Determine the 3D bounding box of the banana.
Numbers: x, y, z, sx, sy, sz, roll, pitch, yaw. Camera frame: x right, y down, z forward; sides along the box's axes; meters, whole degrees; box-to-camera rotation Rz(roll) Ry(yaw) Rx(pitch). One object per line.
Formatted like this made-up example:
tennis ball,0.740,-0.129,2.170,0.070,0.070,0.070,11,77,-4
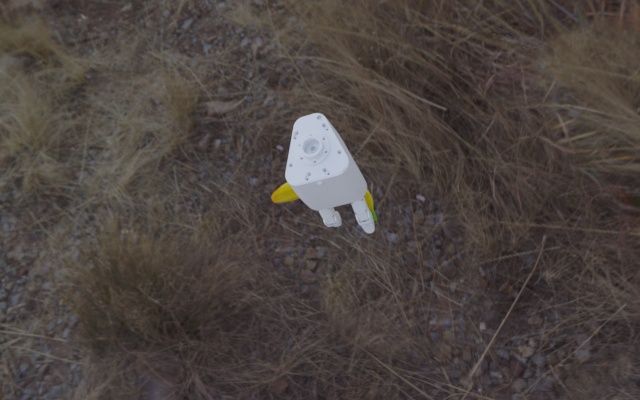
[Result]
banana,0.008,-0.014,0.833,0.198,0.069,0.037,11,-13,20
